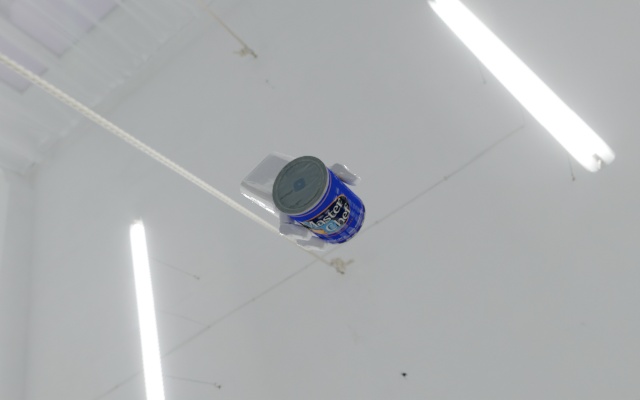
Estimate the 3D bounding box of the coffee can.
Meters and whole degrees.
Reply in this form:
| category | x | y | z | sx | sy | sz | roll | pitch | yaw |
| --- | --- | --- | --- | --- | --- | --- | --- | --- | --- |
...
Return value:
| category | x | y | z | sx | sy | sz | roll | pitch | yaw |
| --- | --- | --- | --- | --- | --- | --- | --- | --- | --- |
| coffee can | 0.000 | 0.003 | 0.803 | 0.103 | 0.102 | 0.140 | 0 | -24 | 33 |
